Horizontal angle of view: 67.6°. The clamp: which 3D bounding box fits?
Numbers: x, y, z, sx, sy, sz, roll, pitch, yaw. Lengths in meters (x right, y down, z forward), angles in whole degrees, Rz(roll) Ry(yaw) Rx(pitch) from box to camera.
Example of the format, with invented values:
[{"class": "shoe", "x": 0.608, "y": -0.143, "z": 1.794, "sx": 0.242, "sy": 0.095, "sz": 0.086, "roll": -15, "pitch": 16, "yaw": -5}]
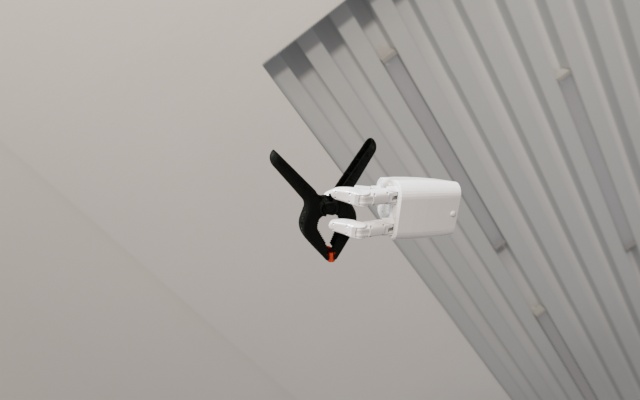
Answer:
[{"class": "clamp", "x": 0.000, "y": 0.003, "z": 0.760, "sx": 0.164, "sy": 0.210, "sz": 0.036, "roll": -1, "pitch": 24, "yaw": -11}]
